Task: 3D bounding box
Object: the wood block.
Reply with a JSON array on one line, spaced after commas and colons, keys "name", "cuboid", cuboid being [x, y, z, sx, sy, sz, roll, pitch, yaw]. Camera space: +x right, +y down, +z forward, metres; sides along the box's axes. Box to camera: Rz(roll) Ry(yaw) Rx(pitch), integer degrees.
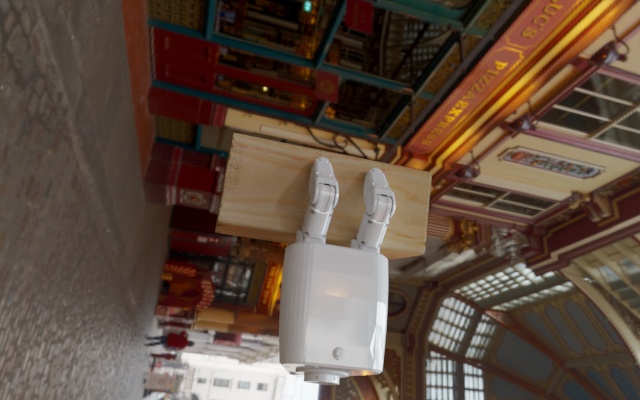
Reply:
[{"name": "wood block", "cuboid": [0.000, 0.002, 0.506, 0.206, 0.090, 0.091, 10, -12, -13]}]
